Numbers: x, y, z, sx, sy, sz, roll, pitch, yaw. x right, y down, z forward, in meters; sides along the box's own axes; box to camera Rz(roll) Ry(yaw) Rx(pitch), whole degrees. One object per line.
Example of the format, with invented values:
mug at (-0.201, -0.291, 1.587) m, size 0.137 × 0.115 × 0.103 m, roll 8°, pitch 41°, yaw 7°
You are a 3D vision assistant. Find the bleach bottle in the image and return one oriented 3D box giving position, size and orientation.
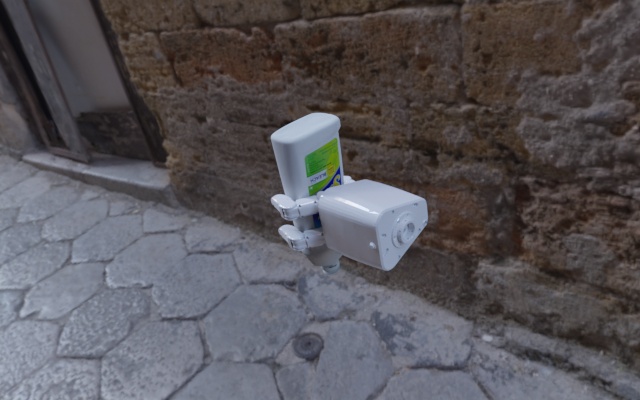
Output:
bleach bottle at (0.000, 0.002, 0.729) m, size 0.102 × 0.251 × 0.068 m, roll -32°, pitch 35°, yaw -31°
